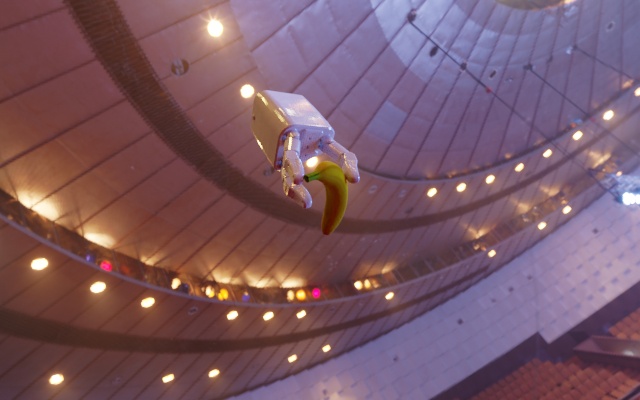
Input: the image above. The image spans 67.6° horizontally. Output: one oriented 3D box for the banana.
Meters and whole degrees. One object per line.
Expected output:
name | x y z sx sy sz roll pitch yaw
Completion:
banana | 0.015 -0.009 0.780 0.069 0.037 0.198 -33 -31 -9
